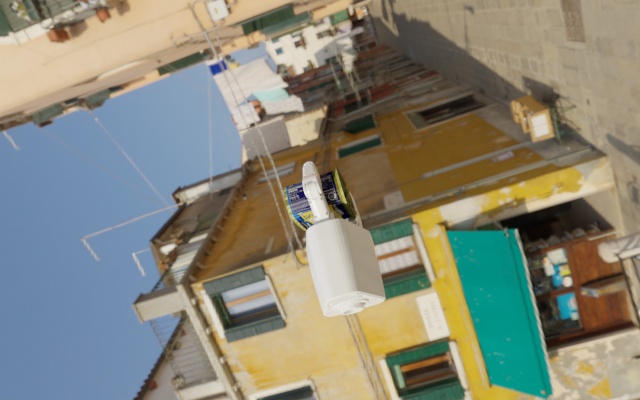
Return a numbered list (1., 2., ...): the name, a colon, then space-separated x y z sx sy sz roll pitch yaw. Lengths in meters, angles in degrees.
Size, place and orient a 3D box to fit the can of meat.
1. can of meat: 0.000 0.002 0.709 0.084 0.057 0.102 -18 -23 8
